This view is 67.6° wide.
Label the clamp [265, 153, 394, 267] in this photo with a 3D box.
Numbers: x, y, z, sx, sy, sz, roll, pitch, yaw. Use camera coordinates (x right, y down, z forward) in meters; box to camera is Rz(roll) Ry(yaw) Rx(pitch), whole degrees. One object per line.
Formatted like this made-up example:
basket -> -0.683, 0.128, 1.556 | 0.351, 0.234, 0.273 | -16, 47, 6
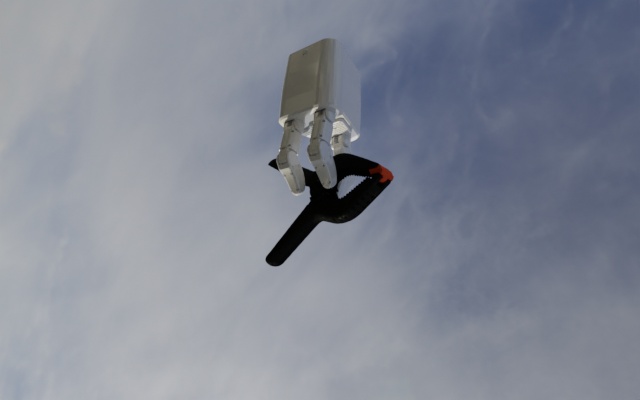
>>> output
clamp -> 0.001, 0.002, 0.638 | 0.210, 0.164, 0.036 | -11, -23, 39
